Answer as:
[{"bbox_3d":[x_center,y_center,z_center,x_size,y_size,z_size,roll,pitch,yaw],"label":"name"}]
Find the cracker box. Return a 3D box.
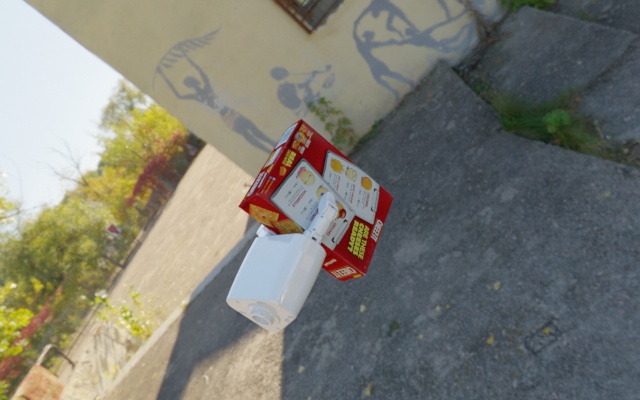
[{"bbox_3d":[0.000,0.002,0.763,0.214,0.164,0.072,39,-35,-19],"label":"cracker box"}]
